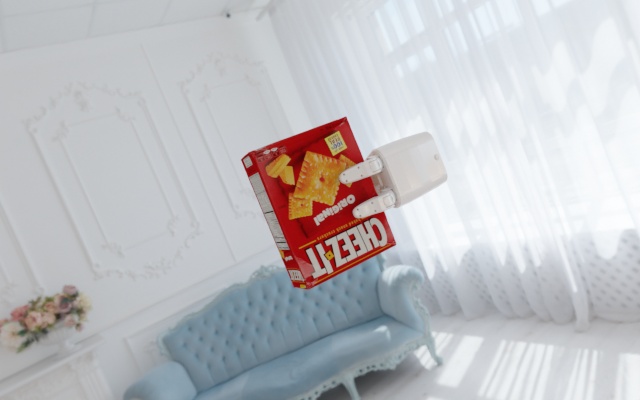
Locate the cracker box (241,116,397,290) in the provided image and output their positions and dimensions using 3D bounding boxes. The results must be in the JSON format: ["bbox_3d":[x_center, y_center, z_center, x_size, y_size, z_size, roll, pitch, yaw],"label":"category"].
[{"bbox_3d":[0.000,0.002,0.719,0.164,0.214,0.072,-24,4,-22],"label":"cracker box"}]
